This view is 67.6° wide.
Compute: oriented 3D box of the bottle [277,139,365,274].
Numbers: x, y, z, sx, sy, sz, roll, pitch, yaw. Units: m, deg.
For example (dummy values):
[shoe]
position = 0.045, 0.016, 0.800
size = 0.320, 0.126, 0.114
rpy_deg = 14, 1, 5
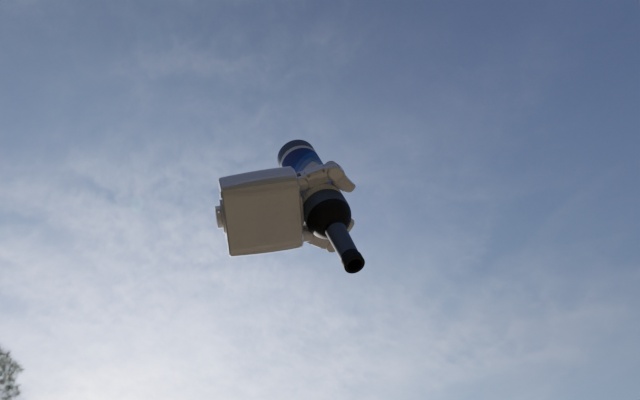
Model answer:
[bottle]
position = 0.000, 0.002, 0.700
size = 0.069, 0.069, 0.295
rpy_deg = 0, 32, -19
